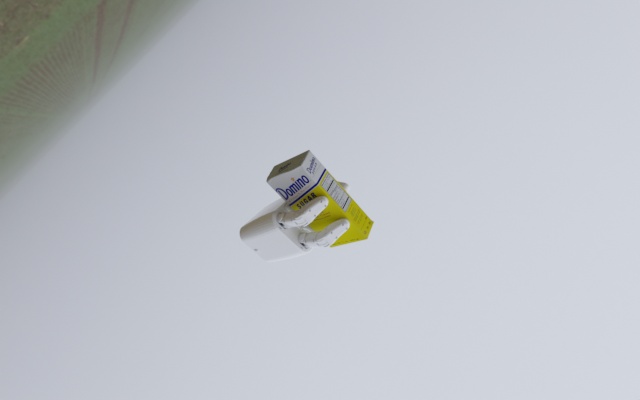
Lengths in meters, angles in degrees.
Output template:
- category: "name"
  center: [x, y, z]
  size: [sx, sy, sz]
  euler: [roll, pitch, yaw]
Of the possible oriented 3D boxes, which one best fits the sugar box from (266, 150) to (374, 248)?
- category: "sugar box"
  center: [0.000, 0.003, 0.797]
  size: [0.093, 0.048, 0.176]
  euler: [-20, -55, 44]
